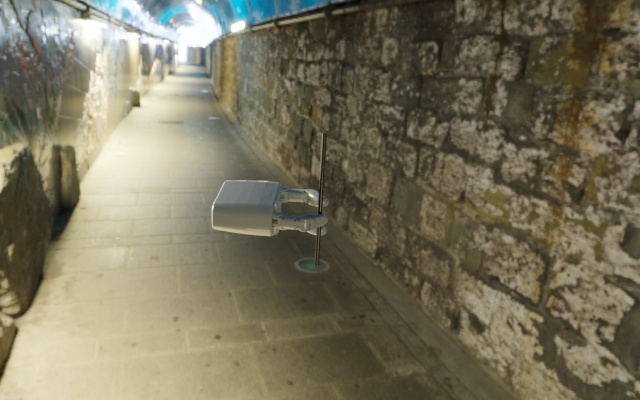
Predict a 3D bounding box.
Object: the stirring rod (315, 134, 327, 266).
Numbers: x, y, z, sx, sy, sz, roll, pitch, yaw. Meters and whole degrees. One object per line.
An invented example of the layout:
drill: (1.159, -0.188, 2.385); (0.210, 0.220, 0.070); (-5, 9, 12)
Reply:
stirring rod: (0.000, 0.003, 0.841); (0.011, 0.239, 0.011); (3, 16, -1)
